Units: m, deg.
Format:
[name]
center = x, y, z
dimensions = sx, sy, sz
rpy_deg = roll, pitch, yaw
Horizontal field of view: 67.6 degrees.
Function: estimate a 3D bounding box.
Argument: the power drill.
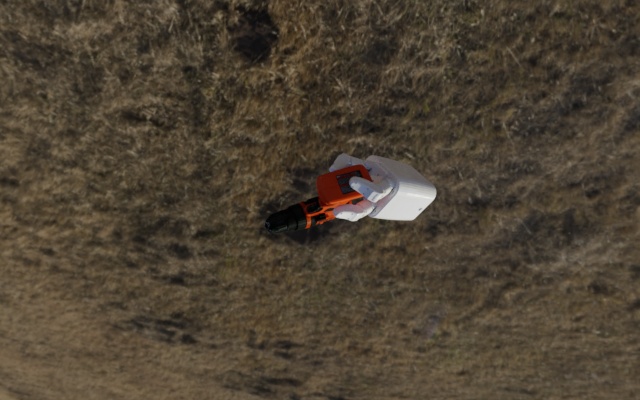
[power drill]
center = 0.001, 0.003, 0.879
dimensions = 0.184, 0.057, 0.188
rpy_deg = -18, -10, -26
